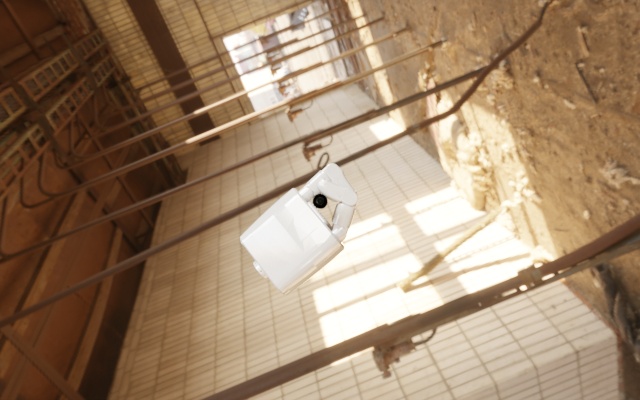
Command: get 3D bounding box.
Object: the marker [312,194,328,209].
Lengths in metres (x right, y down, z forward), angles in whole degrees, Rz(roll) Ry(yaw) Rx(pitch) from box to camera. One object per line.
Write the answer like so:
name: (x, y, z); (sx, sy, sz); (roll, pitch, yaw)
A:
marker: (0.000, 0.002, 0.645); (0.020, 0.020, 0.121); (0, -1, 0)
